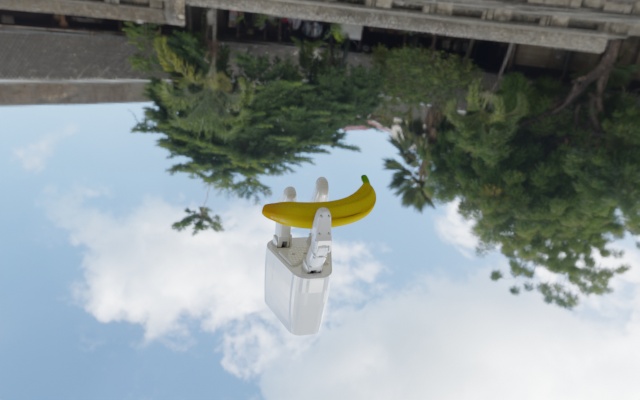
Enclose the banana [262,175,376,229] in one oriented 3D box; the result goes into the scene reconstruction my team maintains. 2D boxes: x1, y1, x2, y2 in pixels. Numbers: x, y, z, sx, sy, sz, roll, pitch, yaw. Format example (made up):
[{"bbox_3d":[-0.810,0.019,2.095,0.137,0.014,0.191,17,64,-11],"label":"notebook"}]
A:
[{"bbox_3d":[0.015,0.010,0.663,0.198,0.037,0.069,-16,38,-39],"label":"banana"}]
